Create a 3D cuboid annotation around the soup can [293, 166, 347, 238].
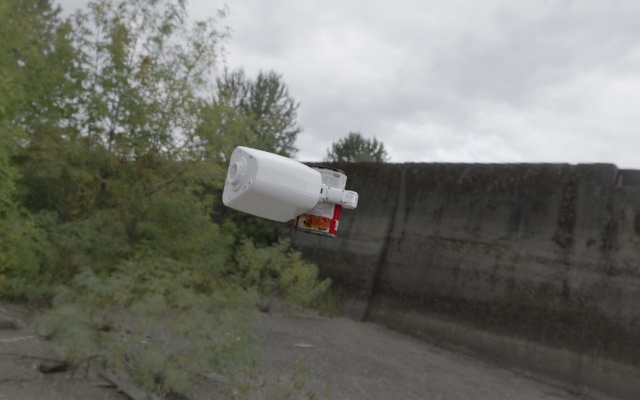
[{"bbox_3d":[0.001,0.002,0.751,0.068,0.102,0.068,11,-7,1],"label":"soup can"}]
